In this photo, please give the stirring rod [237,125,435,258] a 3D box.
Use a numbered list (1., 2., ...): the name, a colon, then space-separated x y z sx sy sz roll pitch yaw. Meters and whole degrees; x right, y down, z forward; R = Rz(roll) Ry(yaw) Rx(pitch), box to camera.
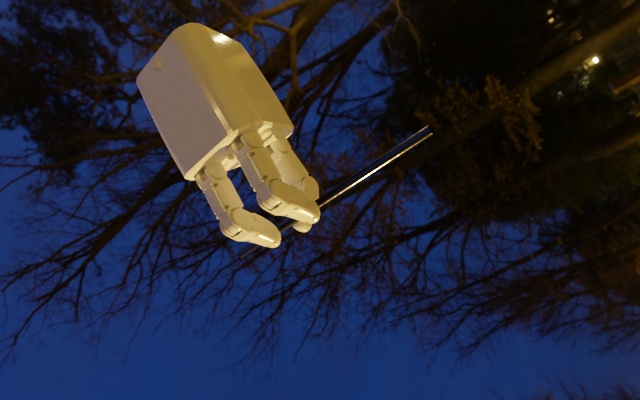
1. stirring rod: 0.000 0.001 0.425 0.239 0.011 0.011 -33 -21 35
